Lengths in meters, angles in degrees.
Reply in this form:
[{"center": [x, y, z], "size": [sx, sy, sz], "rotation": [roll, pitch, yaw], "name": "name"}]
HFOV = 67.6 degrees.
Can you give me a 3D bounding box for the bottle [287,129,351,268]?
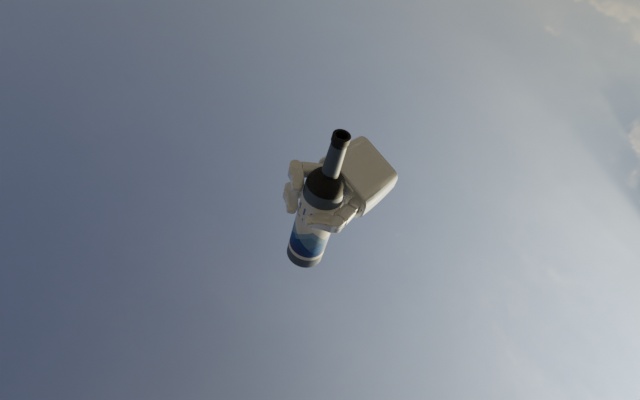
[{"center": [0.000, 0.003, 0.783], "size": [0.069, 0.069, 0.296], "rotation": [0, -40, -16], "name": "bottle"}]
